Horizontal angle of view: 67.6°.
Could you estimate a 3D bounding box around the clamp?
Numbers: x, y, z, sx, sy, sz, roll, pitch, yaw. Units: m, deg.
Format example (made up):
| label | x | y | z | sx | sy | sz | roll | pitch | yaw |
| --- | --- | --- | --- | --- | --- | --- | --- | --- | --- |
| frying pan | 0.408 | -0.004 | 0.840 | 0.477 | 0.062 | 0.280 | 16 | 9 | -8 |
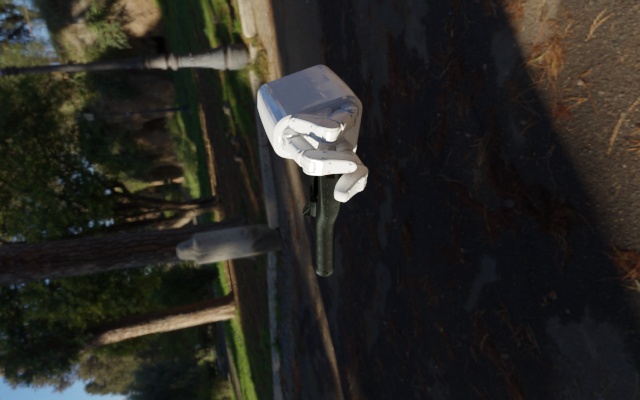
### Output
| label | x | y | z | sx | sy | sz | roll | pitch | yaw |
| --- | --- | --- | --- | --- | --- | --- | --- | --- | --- |
| clamp | 0.000 | 0.002 | 0.622 | 0.039 | 0.172 | 0.120 | -7 | 40 | -18 |
